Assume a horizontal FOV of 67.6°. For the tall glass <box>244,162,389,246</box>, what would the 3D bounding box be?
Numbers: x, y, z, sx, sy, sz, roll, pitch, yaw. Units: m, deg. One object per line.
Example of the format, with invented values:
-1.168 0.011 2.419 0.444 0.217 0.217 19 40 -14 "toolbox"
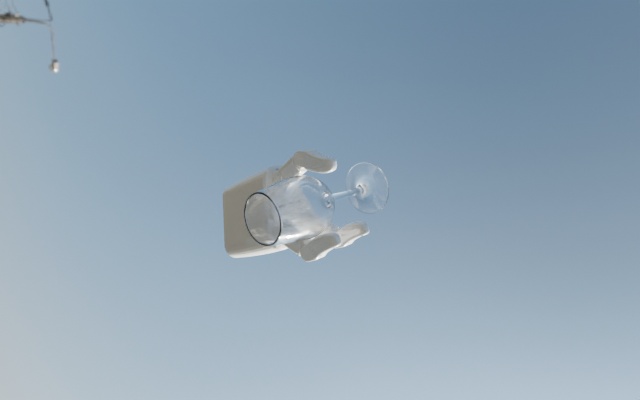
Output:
0.001 0.002 0.601 0.079 0.079 0.201 0 11 42 "tall glass"
